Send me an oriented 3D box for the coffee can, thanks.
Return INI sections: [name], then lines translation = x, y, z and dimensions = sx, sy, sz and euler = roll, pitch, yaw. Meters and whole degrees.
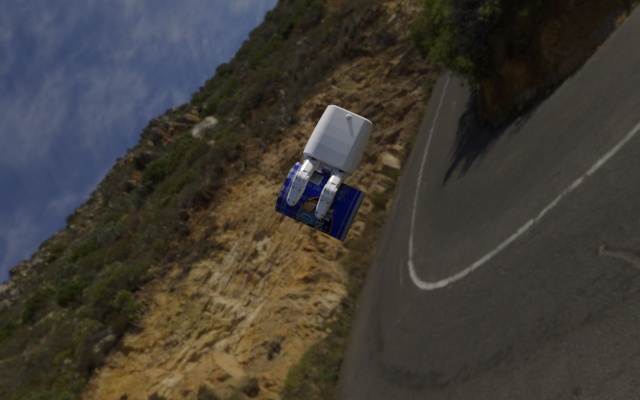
[coffee can]
translation = 0.000, 0.003, 0.894
dimensions = 0.140, 0.103, 0.103
euler = 24, 2, 6
